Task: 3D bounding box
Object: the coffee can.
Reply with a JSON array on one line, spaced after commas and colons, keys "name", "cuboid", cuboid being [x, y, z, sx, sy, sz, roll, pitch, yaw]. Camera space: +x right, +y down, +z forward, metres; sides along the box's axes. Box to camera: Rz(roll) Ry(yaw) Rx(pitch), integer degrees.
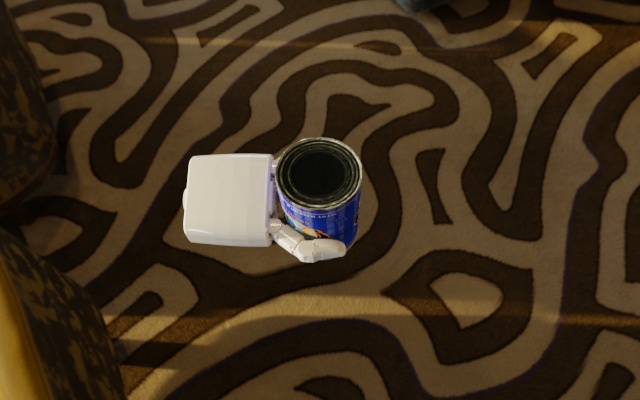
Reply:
[{"name": "coffee can", "cuboid": [0.000, 0.002, 0.612, 0.103, 0.102, 0.140, 0, -30, 2]}]
